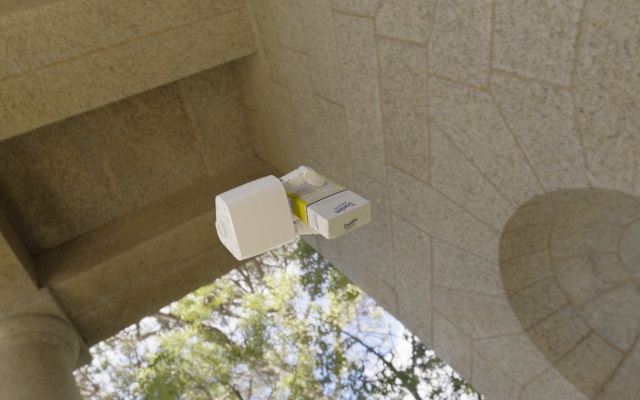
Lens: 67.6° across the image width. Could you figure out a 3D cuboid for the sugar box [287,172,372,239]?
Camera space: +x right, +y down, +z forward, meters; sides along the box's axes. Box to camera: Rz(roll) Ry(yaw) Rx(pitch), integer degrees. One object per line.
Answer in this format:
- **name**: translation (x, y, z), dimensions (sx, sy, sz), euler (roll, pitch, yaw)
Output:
- **sugar box**: translation (0.000, 0.003, 0.850), dimensions (0.093, 0.048, 0.176), euler (-22, 36, -27)
